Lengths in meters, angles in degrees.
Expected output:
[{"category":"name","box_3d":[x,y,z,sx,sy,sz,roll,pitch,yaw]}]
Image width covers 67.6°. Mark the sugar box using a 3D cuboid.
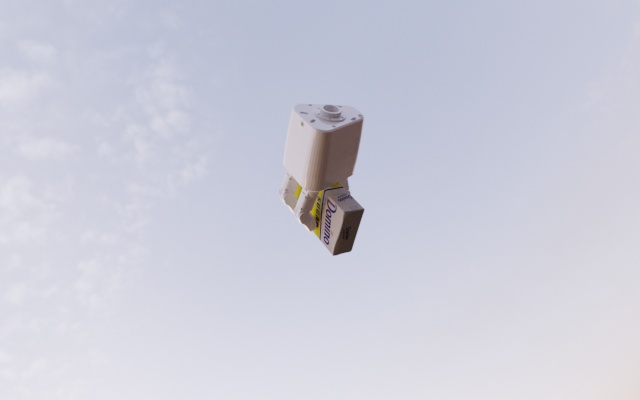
[{"category":"sugar box","box_3d":[0.000,0.003,0.818,0.048,0.093,0.176,-9,40,-30]}]
